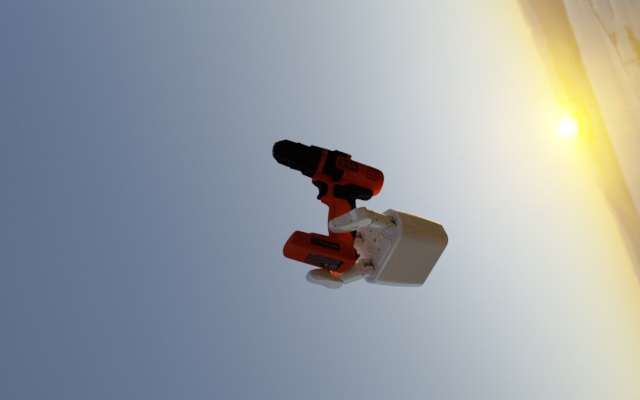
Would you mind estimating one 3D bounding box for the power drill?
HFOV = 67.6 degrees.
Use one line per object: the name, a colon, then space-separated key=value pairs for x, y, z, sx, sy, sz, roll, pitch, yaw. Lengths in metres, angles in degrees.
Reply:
power drill: x=0.000 y=0.003 z=0.718 sx=0.184 sy=0.187 sz=0.057 roll=17 pitch=-30 yaw=-7
